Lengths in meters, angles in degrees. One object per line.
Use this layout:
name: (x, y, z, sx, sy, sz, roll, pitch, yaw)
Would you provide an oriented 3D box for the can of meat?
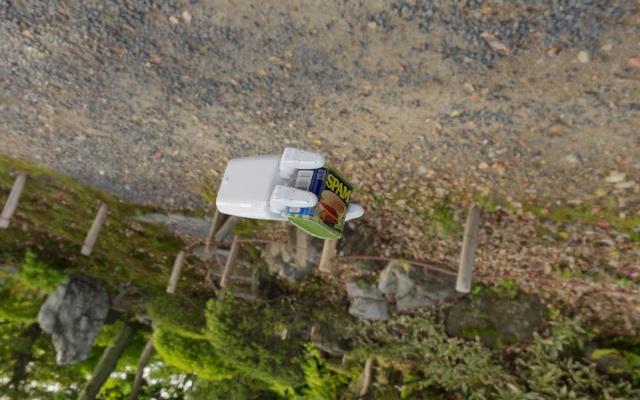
can of meat: (0.000, 0.003, 0.684, 0.057, 0.084, 0.102, 4, -19, 33)
